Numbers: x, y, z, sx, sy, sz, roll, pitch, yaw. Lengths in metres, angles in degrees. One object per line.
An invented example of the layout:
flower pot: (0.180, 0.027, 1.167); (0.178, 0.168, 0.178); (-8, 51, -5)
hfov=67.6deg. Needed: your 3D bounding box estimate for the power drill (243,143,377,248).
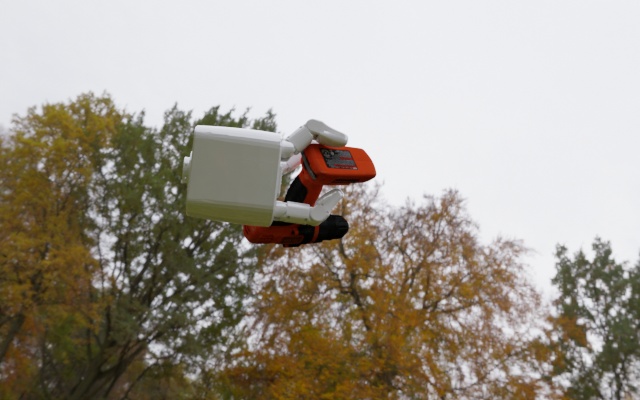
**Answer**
power drill: (0.000, 0.002, 0.695); (0.184, 0.057, 0.188); (-1, -38, -37)
